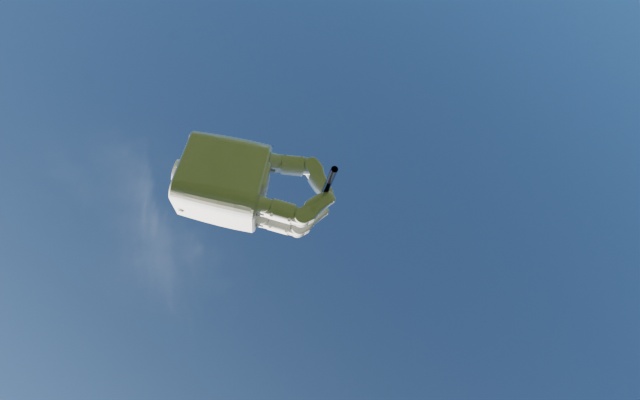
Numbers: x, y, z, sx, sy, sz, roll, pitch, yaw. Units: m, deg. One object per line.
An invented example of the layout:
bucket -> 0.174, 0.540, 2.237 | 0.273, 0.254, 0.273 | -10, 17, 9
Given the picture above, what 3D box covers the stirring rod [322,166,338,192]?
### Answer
stirring rod -> 0.000, 0.002, 0.642 | 0.011, 0.011, 0.240 | 0, -18, -8
